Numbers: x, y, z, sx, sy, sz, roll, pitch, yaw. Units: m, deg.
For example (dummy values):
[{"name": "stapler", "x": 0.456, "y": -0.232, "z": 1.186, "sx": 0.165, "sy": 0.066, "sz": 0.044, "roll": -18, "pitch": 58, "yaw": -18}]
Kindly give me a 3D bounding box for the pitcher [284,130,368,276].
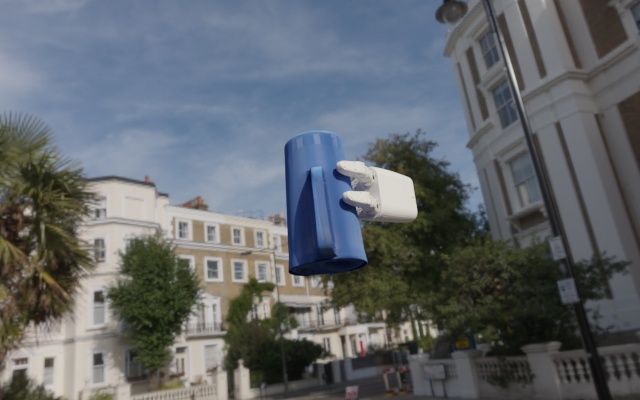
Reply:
[{"name": "pitcher", "x": 0.000, "y": 0.003, "z": 0.825, "sx": 0.145, "sy": 0.242, "sz": 0.149, "roll": 9, "pitch": -24, "yaw": -41}]
